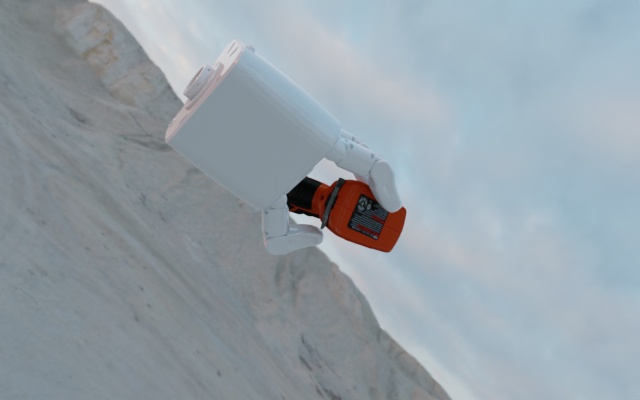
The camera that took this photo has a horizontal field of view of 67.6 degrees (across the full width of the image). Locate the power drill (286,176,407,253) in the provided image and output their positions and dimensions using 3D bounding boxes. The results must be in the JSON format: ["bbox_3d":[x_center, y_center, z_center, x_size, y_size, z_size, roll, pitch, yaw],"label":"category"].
[{"bbox_3d":[0.000,0.002,0.539,0.187,0.057,0.184,18,-3,44],"label":"power drill"}]
